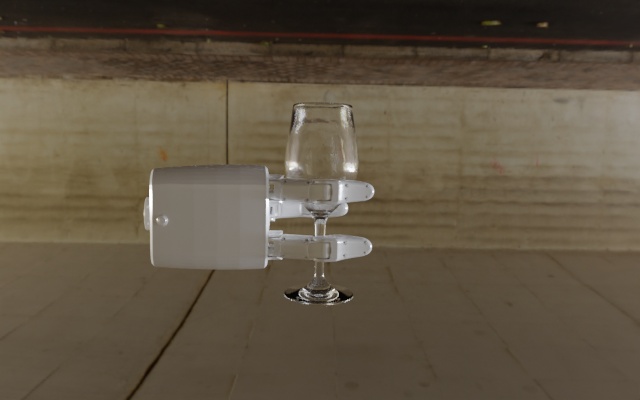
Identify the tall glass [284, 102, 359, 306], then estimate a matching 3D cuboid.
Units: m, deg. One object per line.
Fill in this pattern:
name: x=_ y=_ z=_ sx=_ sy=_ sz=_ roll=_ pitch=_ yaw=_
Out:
tall glass: x=0.000 y=0.002 z=0.500 sx=0.079 sy=0.201 sz=0.079 roll=2 pitch=6 yaw=0
